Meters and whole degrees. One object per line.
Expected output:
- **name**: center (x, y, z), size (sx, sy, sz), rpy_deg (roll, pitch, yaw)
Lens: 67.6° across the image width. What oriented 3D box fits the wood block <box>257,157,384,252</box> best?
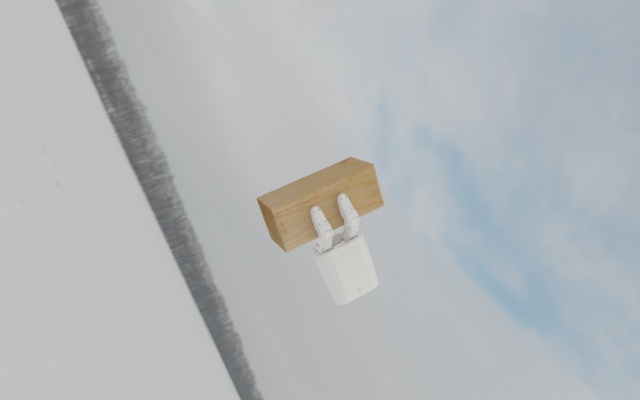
- **wood block**: center (0.000, 0.003, 0.884), size (0.206, 0.090, 0.091), rpy_deg (-25, 22, -18)
